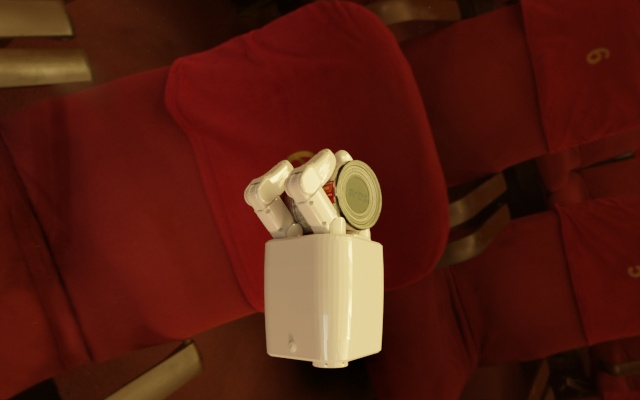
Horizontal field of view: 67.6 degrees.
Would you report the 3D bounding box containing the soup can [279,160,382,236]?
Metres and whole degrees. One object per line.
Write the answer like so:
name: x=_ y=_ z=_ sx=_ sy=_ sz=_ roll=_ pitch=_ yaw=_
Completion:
soup can: x=0.000 y=0.001 z=0.471 sx=0.102 sy=0.068 sz=0.068 roll=-10 pitch=-7 yaw=42
